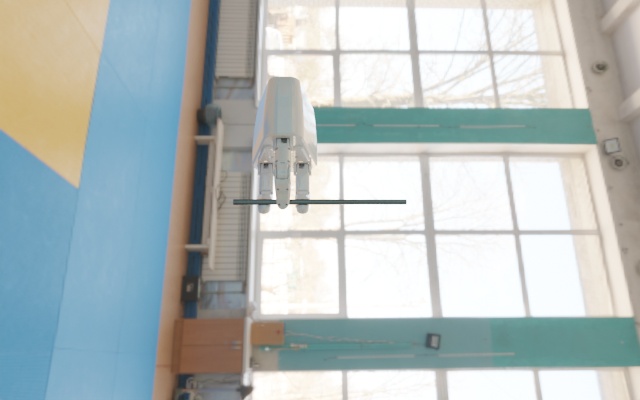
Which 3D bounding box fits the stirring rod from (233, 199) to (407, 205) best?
[{"bbox_3d":[0.000,0.002,0.663,0.239,0.011,0.011,0,0,-2],"label":"stirring rod"}]
